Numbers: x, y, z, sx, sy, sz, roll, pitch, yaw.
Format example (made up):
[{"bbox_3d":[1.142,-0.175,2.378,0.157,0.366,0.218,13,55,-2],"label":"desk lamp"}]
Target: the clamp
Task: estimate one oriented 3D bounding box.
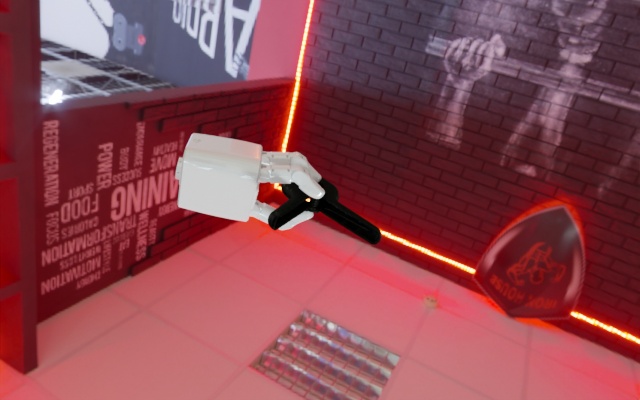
[{"bbox_3d":[0.000,0.003,0.732,0.164,0.036,0.210,13,23,-12],"label":"clamp"}]
